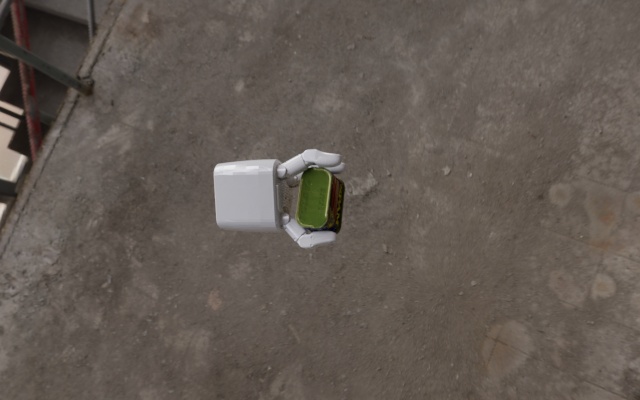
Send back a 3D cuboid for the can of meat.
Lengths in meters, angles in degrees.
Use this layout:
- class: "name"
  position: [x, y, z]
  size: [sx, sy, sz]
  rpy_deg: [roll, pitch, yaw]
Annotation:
- class: "can of meat"
  position: [0.000, 0.003, 0.767]
  size: [0.057, 0.102, 0.084]
  rpy_deg: [4, -10, 16]
